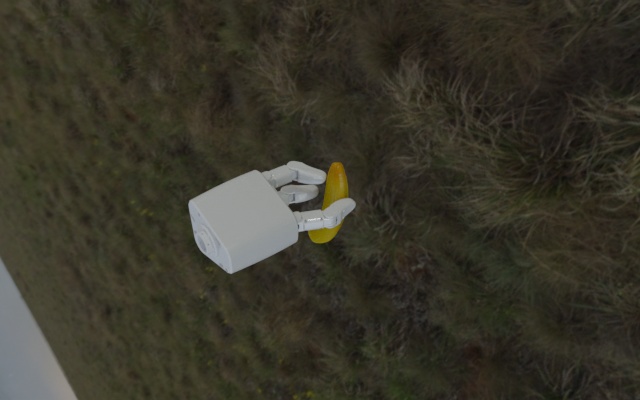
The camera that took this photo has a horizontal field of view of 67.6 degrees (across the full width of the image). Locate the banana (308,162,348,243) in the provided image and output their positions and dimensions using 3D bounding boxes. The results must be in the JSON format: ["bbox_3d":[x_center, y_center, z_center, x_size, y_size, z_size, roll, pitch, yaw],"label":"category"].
[{"bbox_3d":[0.009,0.019,0.744,0.037,0.069,0.198,-24,-19,-28],"label":"banana"}]
